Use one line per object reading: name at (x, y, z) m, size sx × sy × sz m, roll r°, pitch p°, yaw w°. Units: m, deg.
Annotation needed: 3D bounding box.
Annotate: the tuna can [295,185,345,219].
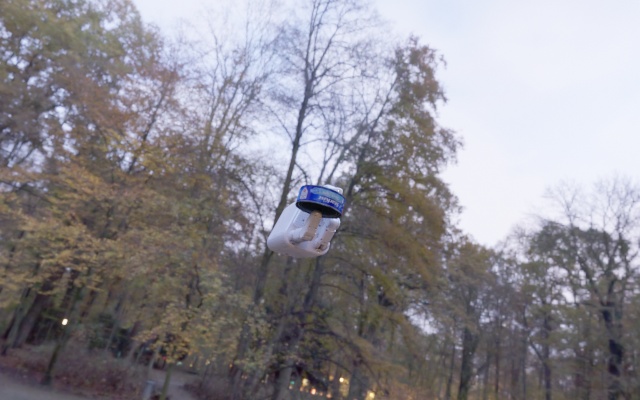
tuna can at (0.000, 0.002, 0.853) m, size 0.086 × 0.033 × 0.086 m, roll 14°, pitch -16°, yaw 4°
